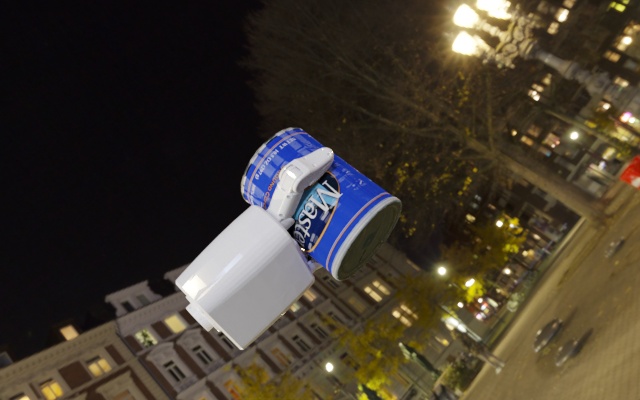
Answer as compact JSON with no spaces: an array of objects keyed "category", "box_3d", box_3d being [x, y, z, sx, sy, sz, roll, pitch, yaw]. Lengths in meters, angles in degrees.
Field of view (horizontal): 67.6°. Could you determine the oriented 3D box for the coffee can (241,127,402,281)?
[{"category":"coffee can","box_3d":[0.000,0.002,0.510,0.140,0.103,0.103,38,17,22]}]
